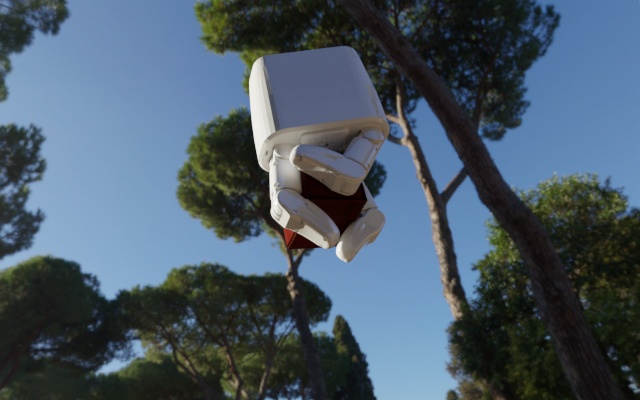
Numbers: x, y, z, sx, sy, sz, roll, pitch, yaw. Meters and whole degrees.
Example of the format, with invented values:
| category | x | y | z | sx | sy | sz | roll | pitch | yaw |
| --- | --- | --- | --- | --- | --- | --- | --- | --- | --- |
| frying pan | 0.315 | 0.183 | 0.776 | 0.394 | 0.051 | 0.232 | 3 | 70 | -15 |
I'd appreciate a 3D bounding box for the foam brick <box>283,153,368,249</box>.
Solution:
| category | x | y | z | sx | sy | sz | roll | pitch | yaw |
| --- | --- | --- | --- | --- | --- | --- | --- | --- | --- |
| foam brick | 0.000 | 0.002 | 0.426 | 0.053 | 0.051 | 0.078 | 0 | -37 | -21 |
